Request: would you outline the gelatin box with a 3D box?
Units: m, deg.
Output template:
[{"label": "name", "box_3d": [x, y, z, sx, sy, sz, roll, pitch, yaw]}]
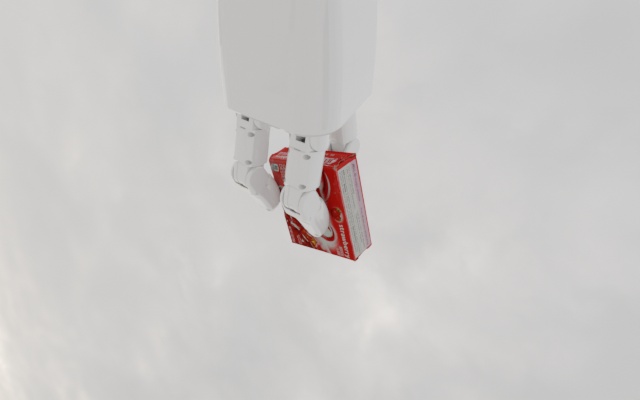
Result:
[{"label": "gelatin box", "box_3d": [0.000, 0.001, 0.402, 0.073, 0.089, 0.030, 12, 36, 39]}]
